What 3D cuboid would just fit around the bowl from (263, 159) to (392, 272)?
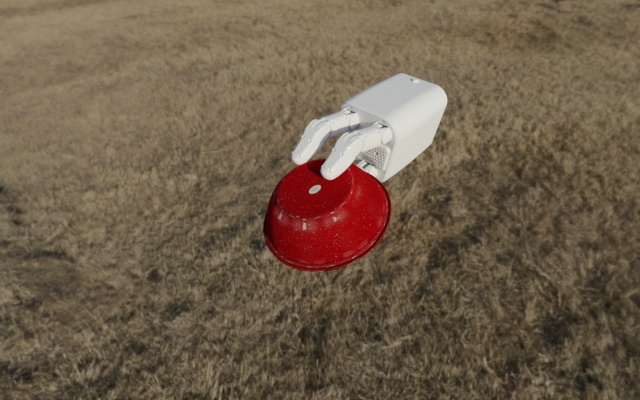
[{"bbox_3d":[-0.001,0.003,0.564,0.162,0.162,0.055,0,-39,19],"label":"bowl"}]
